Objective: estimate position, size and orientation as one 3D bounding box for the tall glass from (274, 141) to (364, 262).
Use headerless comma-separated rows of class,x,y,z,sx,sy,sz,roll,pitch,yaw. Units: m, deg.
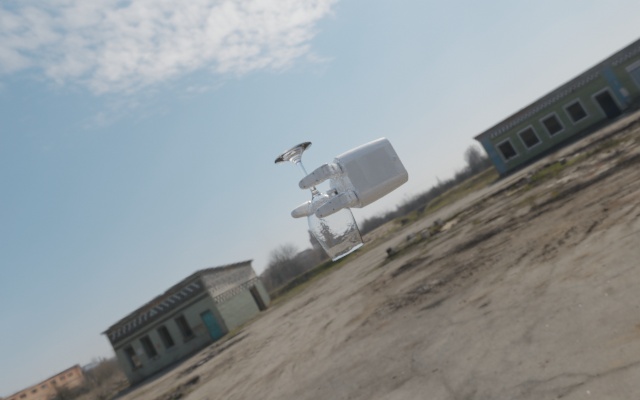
tall glass,0.000,0.002,0.822,0.079,0.201,0.079,-28,-7,-4
